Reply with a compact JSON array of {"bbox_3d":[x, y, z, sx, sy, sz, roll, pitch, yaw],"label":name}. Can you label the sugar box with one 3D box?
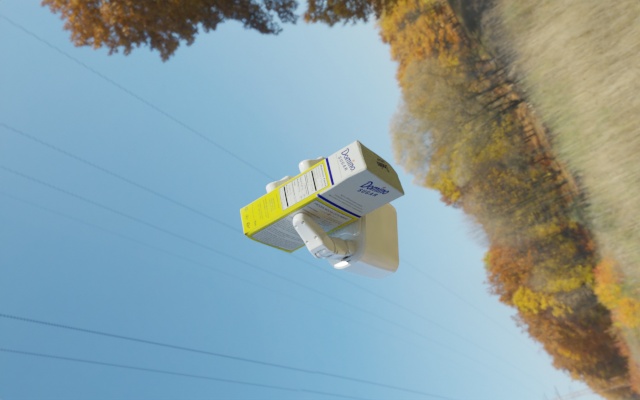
[{"bbox_3d":[0.000,0.001,0.568,0.176,0.048,0.093,-31,-33,24],"label":"sugar box"}]
